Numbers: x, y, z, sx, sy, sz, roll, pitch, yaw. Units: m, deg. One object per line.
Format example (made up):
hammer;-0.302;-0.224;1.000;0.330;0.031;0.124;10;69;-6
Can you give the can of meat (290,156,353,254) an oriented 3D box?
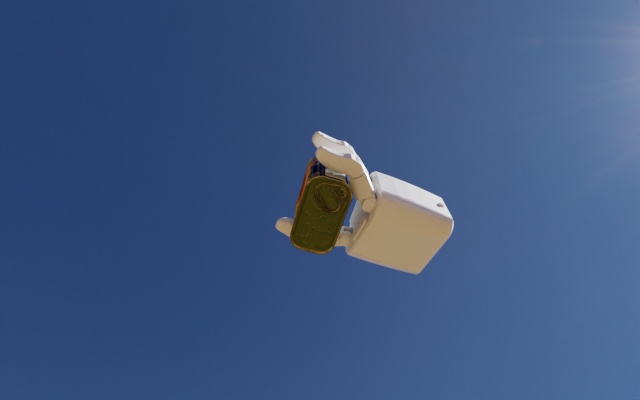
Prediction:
can of meat;0.000;0.002;0.604;0.057;0.102;0.084;15;25;-7
